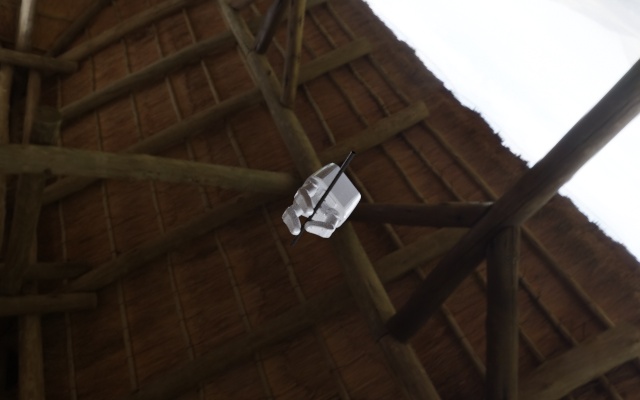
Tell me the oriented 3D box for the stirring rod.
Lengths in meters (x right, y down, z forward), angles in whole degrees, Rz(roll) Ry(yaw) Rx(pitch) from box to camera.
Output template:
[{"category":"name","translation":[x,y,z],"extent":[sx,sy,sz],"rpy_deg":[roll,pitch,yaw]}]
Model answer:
[{"category":"stirring rod","translation":[0.000,0.003,0.883],"extent":[0.011,0.240,0.011],"rpy_deg":[23,33,-16]}]
